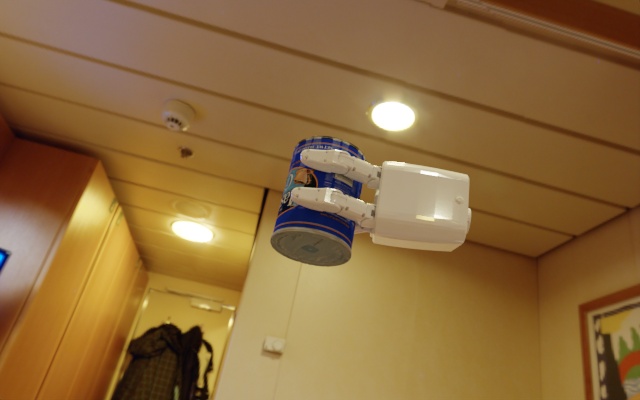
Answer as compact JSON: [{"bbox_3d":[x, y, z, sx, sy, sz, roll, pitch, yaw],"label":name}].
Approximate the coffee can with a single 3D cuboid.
[{"bbox_3d":[0.000,0.002,0.625,0.103,0.140,0.103,9,-28,5],"label":"coffee can"}]
